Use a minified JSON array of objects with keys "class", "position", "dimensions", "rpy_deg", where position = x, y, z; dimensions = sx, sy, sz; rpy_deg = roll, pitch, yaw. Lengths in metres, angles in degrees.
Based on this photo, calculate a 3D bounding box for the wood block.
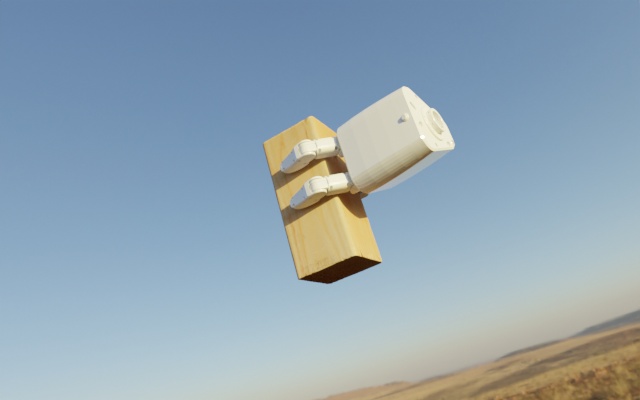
[{"class":"wood block","position":[0.001,0.002,0.666],"dimensions":[0.090,0.206,0.091],"rpy_deg":[-26,-24,22]}]
